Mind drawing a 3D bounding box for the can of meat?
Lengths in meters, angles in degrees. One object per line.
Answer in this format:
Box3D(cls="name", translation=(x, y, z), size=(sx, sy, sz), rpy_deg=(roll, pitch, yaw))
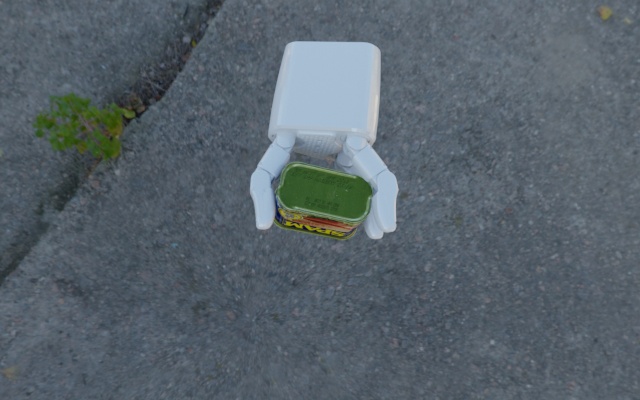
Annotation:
Box3D(cls="can of meat", translation=(0.000, 0.002, 0.514), size=(0.102, 0.057, 0.084), rpy_deg=(12, -16, -5))
